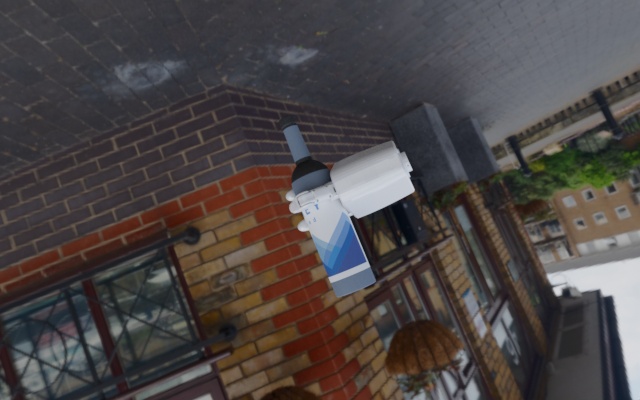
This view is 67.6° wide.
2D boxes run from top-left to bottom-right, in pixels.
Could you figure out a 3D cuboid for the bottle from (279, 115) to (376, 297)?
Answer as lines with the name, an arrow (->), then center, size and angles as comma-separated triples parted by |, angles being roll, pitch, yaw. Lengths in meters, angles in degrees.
bottle -> 0.000, 0.003, 0.758 | 0.069, 0.295, 0.069 | -22, -7, -3
